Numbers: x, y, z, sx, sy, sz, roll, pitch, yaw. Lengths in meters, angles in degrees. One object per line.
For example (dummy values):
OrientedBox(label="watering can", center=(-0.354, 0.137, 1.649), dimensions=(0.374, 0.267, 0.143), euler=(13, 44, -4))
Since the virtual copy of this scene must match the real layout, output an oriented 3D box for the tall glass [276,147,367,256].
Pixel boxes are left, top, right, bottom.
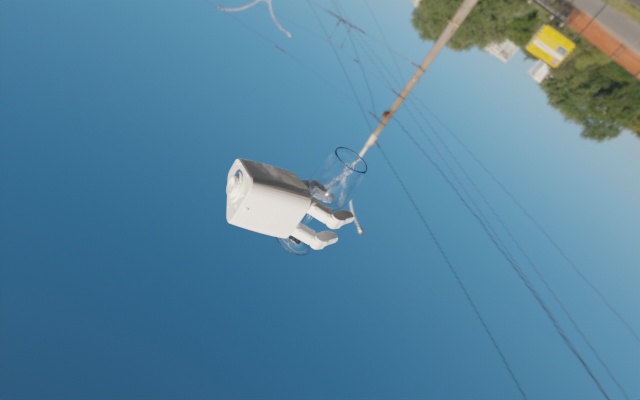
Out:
OrientedBox(label="tall glass", center=(0.000, 0.003, 0.823), dimensions=(0.079, 0.079, 0.201), euler=(0, -44, -45))
